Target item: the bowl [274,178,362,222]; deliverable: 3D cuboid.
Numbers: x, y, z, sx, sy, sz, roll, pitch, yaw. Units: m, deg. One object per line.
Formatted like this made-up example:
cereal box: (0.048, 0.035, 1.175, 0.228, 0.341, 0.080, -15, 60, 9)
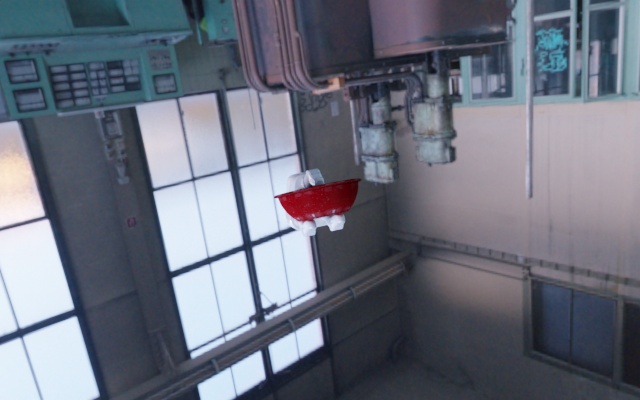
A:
bowl: (0.000, 0.003, 0.857, 0.162, 0.055, 0.162, -12, -2, 0)
